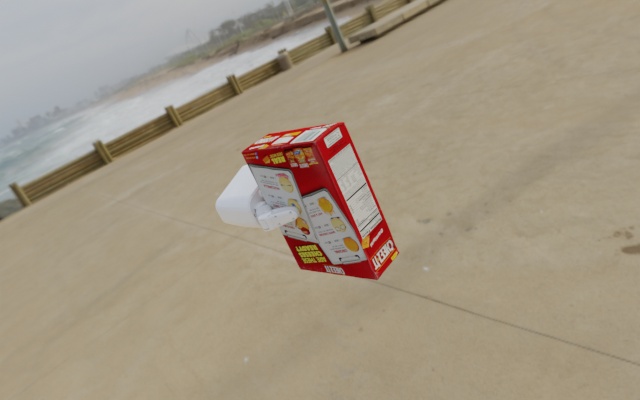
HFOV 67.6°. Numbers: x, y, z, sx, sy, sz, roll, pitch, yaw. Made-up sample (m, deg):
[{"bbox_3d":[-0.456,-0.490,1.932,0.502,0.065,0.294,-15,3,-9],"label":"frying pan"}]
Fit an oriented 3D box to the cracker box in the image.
[{"bbox_3d":[0.000,0.002,0.682,0.164,0.214,0.072,-1,32,47],"label":"cracker box"}]
